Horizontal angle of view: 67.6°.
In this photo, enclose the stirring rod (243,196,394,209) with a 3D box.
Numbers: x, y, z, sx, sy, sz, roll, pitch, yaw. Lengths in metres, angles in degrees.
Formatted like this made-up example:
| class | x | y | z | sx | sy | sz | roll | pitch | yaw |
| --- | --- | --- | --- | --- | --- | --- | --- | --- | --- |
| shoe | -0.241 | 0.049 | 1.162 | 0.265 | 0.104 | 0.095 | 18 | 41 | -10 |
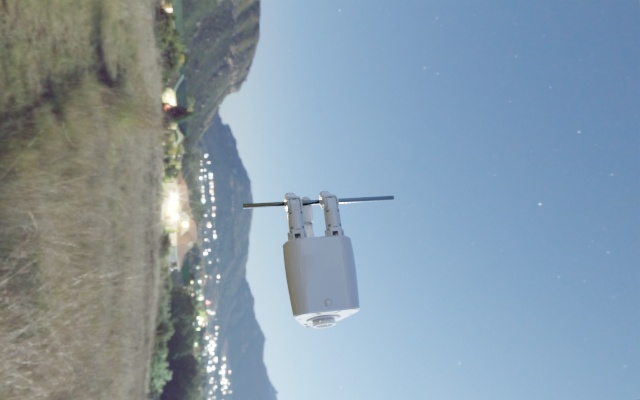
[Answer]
| class | x | y | z | sx | sy | sz | roll | pitch | yaw |
| --- | --- | --- | --- | --- | --- | --- | --- | --- | --- |
| stirring rod | 0.000 | 0.003 | 0.749 | 0.239 | 0.011 | 0.011 | -3 | 1 | -11 |
